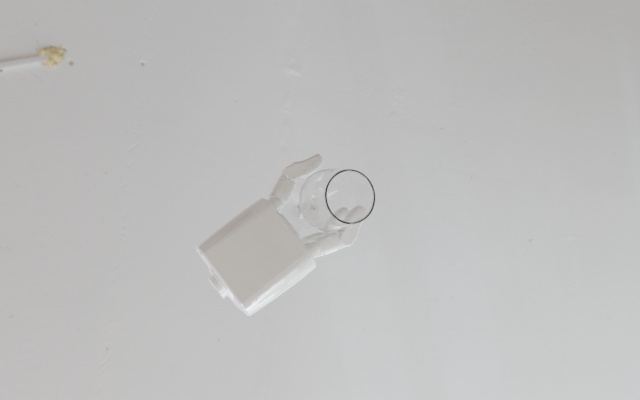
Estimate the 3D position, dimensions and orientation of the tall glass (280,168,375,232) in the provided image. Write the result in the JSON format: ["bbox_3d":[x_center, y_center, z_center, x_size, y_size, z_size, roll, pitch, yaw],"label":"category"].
[{"bbox_3d":[0.000,0.002,0.626,0.079,0.079,0.201,0,-4,-20],"label":"tall glass"}]
